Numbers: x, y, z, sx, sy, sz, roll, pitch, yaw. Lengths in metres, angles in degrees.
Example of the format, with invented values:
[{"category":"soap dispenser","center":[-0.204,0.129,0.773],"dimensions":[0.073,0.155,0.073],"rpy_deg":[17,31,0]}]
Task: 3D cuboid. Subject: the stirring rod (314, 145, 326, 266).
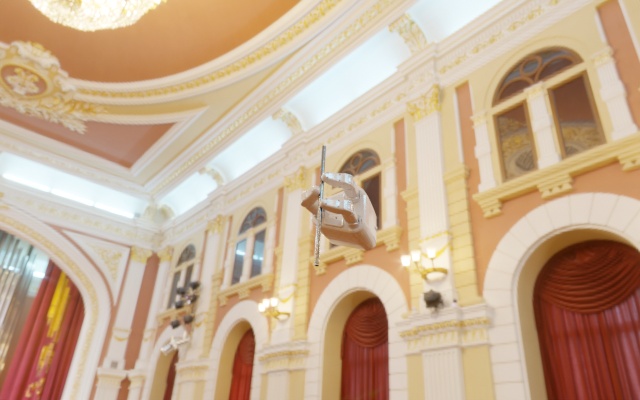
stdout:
[{"category":"stirring rod","center":[0.000,0.003,0.852],"dimensions":[0.011,0.239,0.011],"rpy_deg":[3,-28,1]}]
